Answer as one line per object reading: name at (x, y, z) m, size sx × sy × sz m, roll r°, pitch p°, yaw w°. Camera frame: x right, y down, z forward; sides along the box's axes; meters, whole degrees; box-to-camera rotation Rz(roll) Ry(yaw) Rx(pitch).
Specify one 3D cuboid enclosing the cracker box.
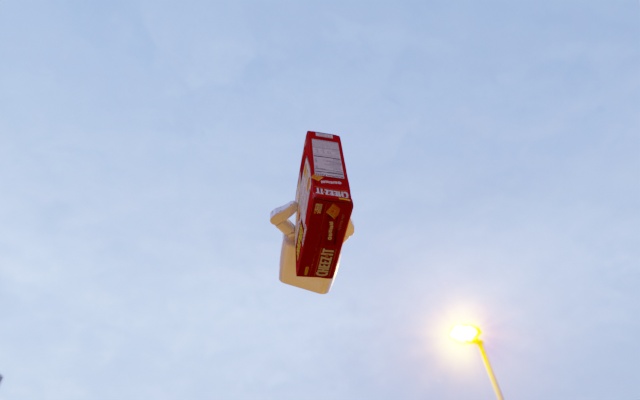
cracker box at (0.000, 0.003, 0.828) m, size 0.072 × 0.164 × 0.213 m, roll 6°, pitch 35°, yaw -9°
